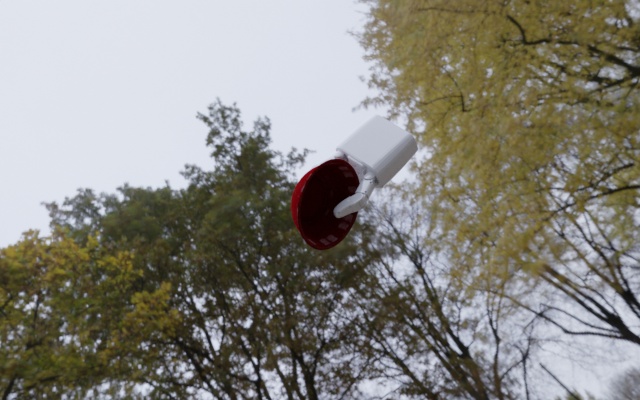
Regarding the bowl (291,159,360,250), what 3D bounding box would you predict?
[{"bbox_3d":[-0.001,0.003,0.839,0.055,0.162,0.162,16,10,40],"label":"bowl"}]
